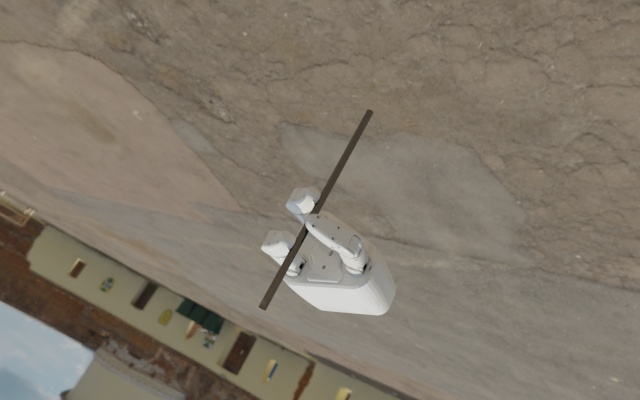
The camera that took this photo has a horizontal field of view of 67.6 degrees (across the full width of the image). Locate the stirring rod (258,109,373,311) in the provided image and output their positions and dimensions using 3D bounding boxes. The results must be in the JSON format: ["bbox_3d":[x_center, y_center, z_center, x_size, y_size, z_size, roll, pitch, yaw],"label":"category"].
[{"bbox_3d":[0.000,0.002,0.485,0.011,0.239,0.011,25,-20,10],"label":"stirring rod"}]
